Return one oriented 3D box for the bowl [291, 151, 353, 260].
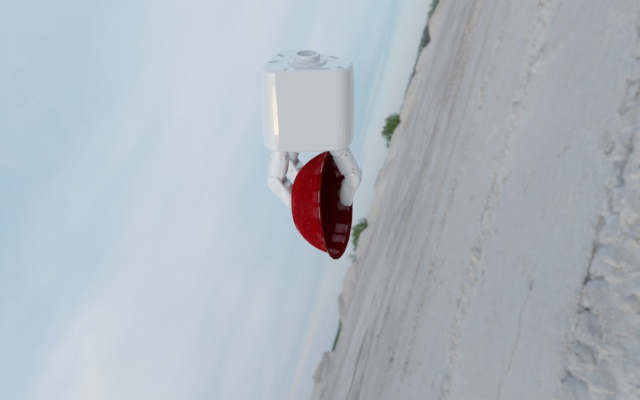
[{"bbox_3d":[0.000,0.004,0.679,0.055,0.162,0.162,-1,0,19],"label":"bowl"}]
